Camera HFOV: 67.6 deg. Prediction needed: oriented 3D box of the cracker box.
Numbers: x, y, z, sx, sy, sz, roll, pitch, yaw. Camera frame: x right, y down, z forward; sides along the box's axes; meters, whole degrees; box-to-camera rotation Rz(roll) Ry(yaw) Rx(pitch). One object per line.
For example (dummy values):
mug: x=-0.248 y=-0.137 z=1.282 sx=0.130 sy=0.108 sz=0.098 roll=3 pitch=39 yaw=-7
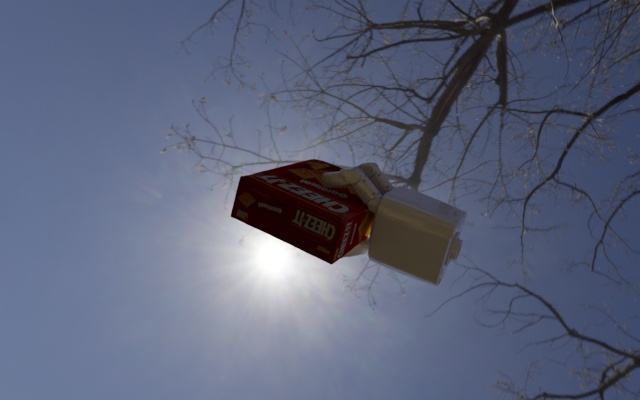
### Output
cracker box: x=0.000 y=0.002 z=0.710 sx=0.164 sy=0.072 sz=0.213 roll=23 pitch=20 yaw=21
